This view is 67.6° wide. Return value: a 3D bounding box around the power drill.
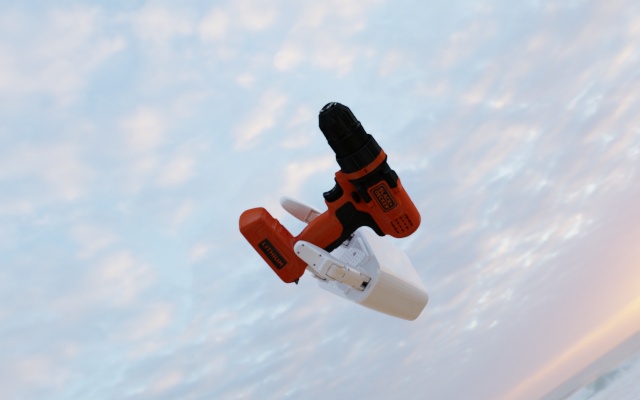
[{"bbox_3d":[0.000,0.002,0.556,0.188,0.184,0.057,-31,21,15],"label":"power drill"}]
